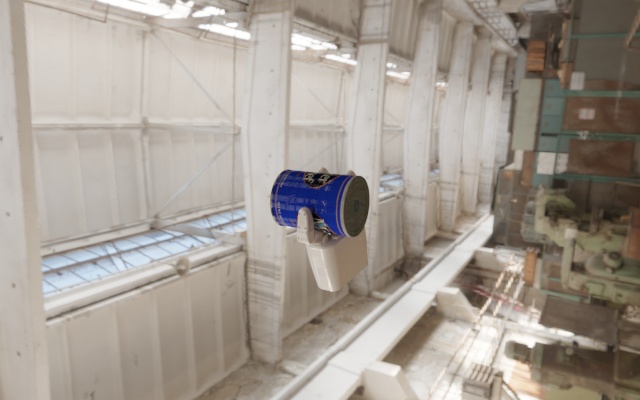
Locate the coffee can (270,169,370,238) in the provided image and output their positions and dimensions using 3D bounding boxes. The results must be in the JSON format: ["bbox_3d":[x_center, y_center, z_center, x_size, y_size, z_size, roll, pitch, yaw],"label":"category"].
[{"bbox_3d":[0.000,0.003,0.817,0.140,0.103,0.103,7,3,28],"label":"coffee can"}]
